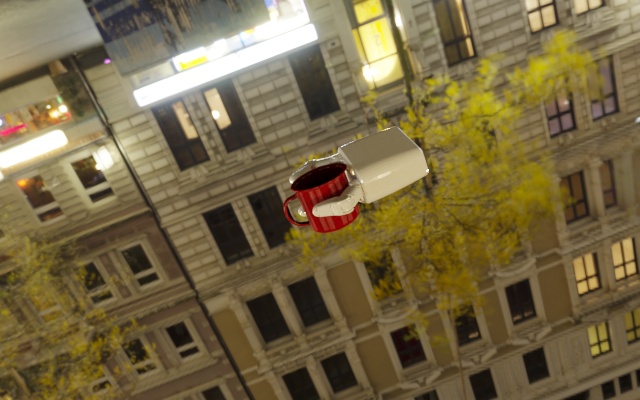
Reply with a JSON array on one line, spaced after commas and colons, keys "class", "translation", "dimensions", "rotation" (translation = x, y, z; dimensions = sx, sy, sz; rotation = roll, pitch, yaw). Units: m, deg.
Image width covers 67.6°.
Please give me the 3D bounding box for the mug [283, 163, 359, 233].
[{"class": "mug", "translation": [-0.001, 0.003, 0.748], "dimensions": [0.117, 0.081, 0.093], "rotation": [-24, 20, -3]}]
